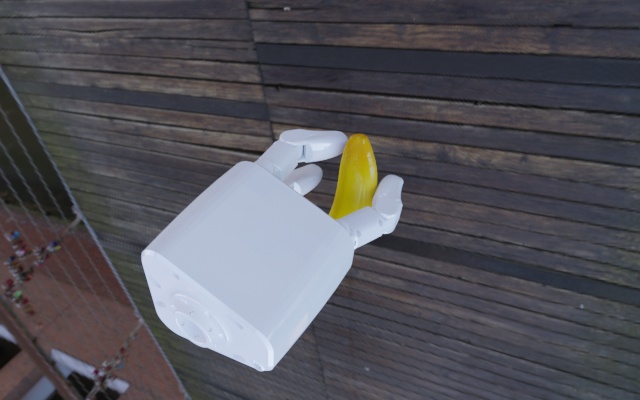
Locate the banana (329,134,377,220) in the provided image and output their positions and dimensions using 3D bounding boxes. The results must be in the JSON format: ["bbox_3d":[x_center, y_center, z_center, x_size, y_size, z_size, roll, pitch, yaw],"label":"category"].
[{"bbox_3d":[0.012,0.016,0.459,0.037,0.069,0.198,-45,-3,-38],"label":"banana"}]
